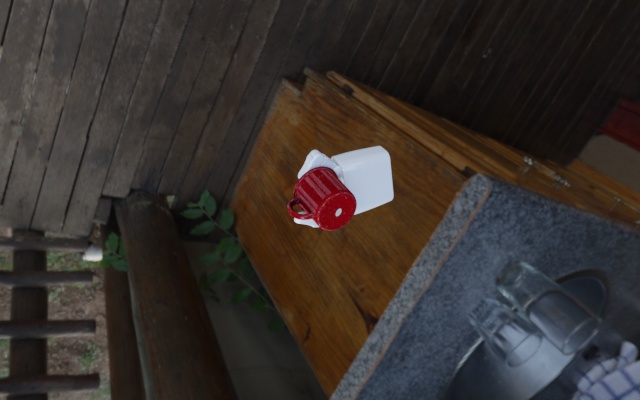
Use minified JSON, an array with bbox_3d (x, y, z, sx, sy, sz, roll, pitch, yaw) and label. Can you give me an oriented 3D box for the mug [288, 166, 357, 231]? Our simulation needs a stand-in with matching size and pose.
[{"bbox_3d":[-0.001,0.003,0.835,0.117,0.093,0.081,-18,39,-22],"label":"mug"}]
